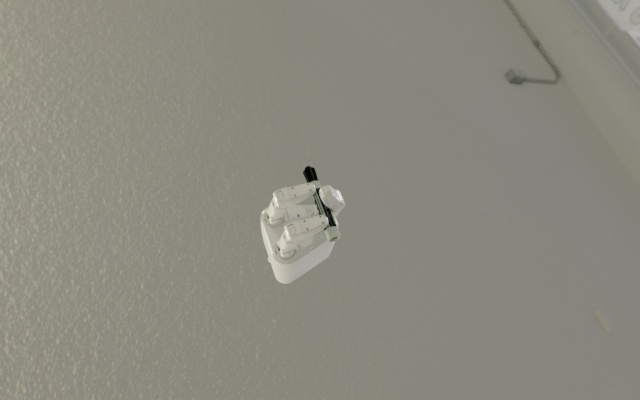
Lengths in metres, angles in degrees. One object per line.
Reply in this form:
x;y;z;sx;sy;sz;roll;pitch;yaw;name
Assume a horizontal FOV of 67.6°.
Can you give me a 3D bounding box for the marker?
0.000;0.002;0.683;0.020;0.121;0.020;-17;-26;-8;marker
